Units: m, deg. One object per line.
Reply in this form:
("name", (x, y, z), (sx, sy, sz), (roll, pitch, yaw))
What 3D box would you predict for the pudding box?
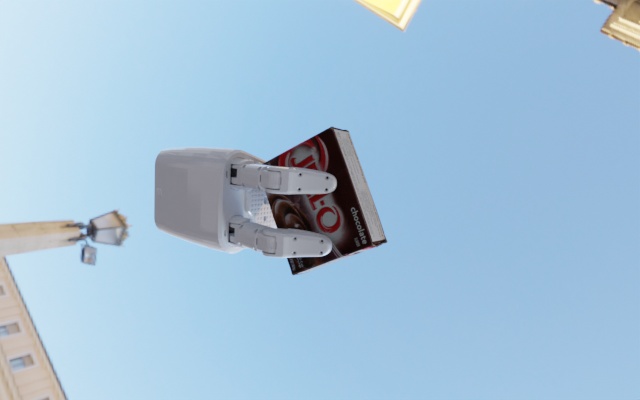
("pudding box", (0.000, 0.001, 0.440), (0.090, 0.113, 0.039), (-25, -9, 31))
